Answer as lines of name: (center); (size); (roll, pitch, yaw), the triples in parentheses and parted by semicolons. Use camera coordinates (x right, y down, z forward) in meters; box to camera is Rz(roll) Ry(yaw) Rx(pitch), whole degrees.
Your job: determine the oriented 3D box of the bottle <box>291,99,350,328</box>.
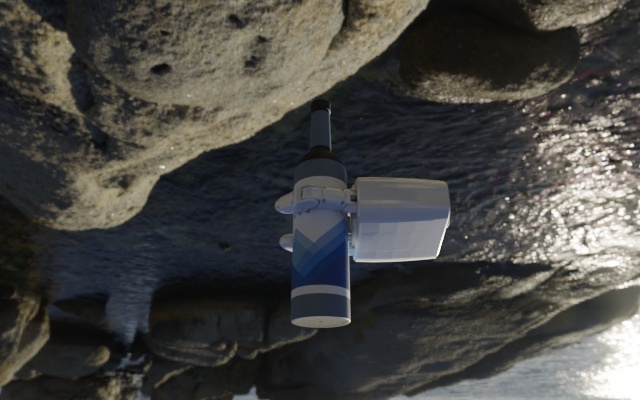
bottle: (0.000, 0.002, 0.591); (0.069, 0.295, 0.069); (0, -25, 0)
